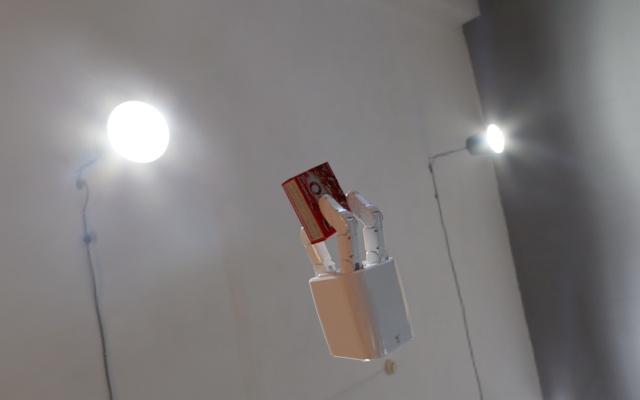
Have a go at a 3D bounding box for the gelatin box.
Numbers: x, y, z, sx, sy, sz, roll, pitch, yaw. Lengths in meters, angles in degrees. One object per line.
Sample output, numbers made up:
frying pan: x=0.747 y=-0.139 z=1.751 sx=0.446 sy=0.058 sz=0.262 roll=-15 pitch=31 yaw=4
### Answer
gelatin box: x=0.000 y=0.002 z=0.619 sx=0.030 sy=0.089 sz=0.073 roll=-26 pitch=2 yaw=43
